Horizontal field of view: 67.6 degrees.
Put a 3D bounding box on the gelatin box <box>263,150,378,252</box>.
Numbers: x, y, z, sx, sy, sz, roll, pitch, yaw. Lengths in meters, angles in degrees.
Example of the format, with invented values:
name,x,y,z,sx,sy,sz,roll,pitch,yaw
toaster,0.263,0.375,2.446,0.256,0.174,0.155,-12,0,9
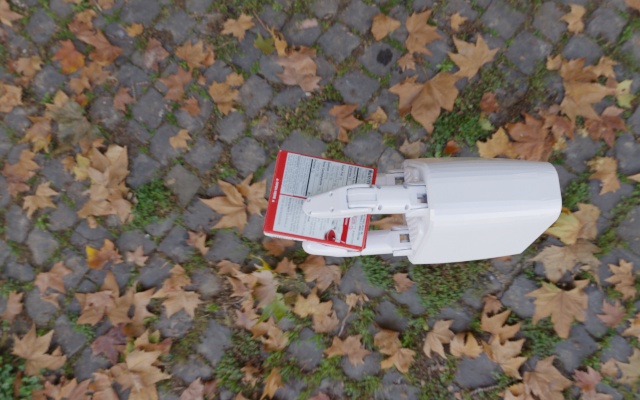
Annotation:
name,x,y,z,sx,sy,sz,roll,pitch,yaw
gelatin box,0.000,0.001,0.416,0.089,0.073,0.030,11,-10,-4
